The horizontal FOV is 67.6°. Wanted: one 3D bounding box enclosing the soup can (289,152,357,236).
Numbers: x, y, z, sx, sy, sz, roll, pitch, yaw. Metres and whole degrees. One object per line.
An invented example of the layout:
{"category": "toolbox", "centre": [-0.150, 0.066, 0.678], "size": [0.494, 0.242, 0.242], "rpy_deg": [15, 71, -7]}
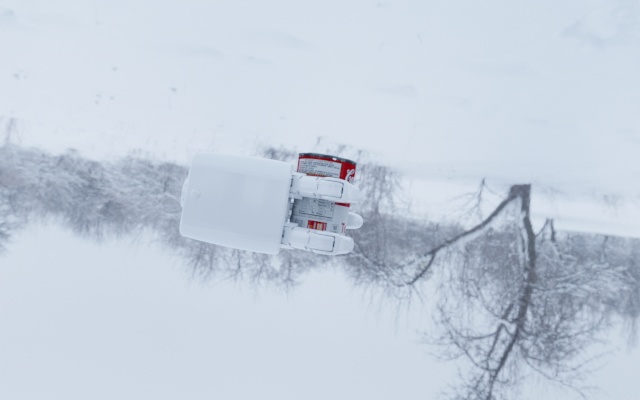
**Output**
{"category": "soup can", "centre": [0.001, 0.002, 0.544], "size": [0.068, 0.102, 0.068], "rpy_deg": [9, -2, 0]}
